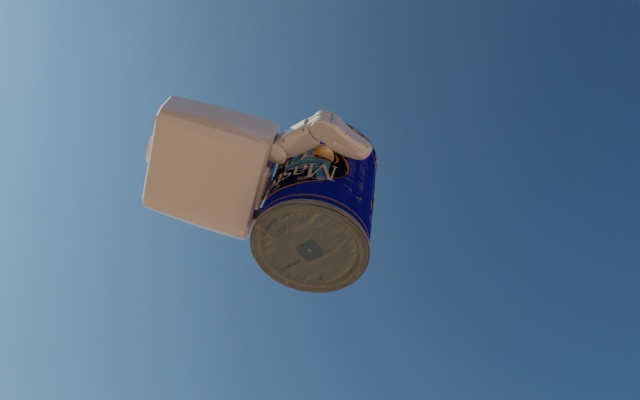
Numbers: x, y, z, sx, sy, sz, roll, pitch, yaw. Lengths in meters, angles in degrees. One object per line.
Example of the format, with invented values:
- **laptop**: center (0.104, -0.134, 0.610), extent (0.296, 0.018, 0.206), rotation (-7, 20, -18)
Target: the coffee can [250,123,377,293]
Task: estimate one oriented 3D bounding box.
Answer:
- **coffee can**: center (0.000, 0.002, 0.456), extent (0.103, 0.103, 0.140), rotation (0, 37, 10)
